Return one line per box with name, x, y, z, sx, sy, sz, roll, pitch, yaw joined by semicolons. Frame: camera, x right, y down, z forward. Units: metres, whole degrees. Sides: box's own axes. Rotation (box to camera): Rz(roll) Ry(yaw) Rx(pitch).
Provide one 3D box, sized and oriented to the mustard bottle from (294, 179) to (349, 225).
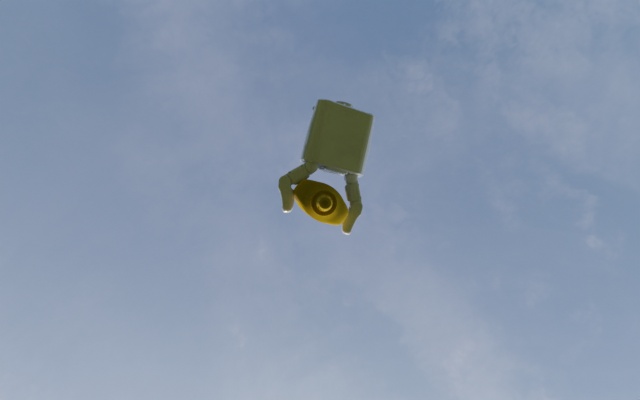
mustard bottle;0.000;0.003;0.795;0.096;0.058;0.191;38;-3;-4
